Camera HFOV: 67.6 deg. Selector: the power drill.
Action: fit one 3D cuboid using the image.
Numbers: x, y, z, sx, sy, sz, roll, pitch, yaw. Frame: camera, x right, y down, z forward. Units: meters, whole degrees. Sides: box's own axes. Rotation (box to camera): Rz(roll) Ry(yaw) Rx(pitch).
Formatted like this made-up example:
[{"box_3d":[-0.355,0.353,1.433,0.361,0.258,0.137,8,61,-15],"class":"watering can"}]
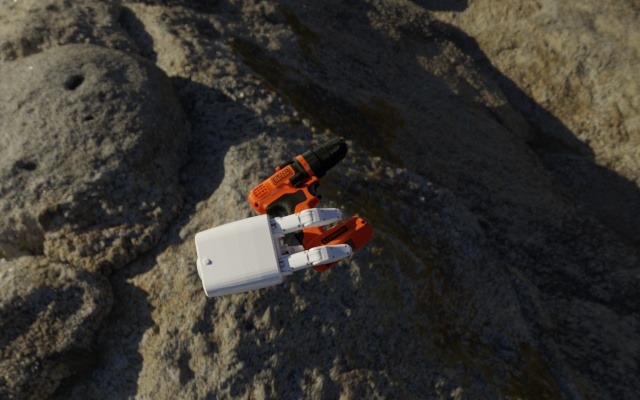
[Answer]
[{"box_3d":[0.000,0.003,0.745,0.184,0.187,0.057,-35,-35,-3],"class":"power drill"}]
